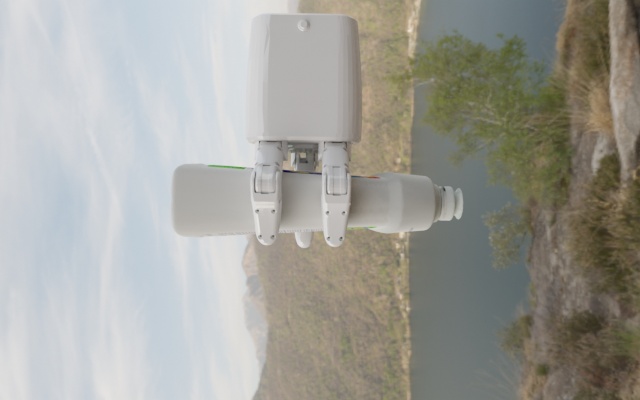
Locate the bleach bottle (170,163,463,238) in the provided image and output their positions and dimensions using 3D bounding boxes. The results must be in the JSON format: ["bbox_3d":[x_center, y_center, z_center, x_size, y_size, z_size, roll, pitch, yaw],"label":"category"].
[{"bbox_3d":[0.000,0.001,0.440,0.251,0.068,0.102,1,0,0],"label":"bleach bottle"}]
